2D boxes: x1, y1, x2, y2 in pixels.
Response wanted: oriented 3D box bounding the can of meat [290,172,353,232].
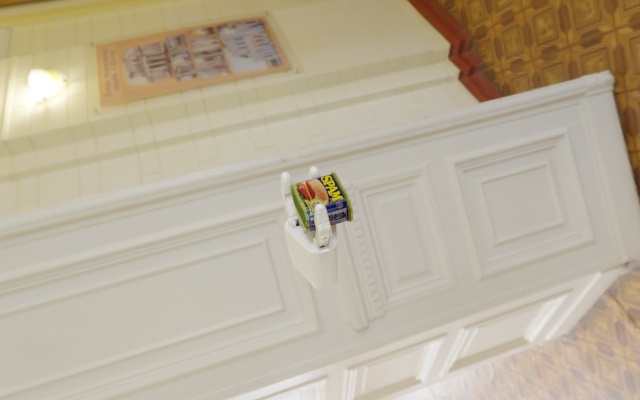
[{"bbox_3d":[0.000,0.003,0.845,0.084,0.057,0.102,-15,43,-12],"label":"can of meat"}]
